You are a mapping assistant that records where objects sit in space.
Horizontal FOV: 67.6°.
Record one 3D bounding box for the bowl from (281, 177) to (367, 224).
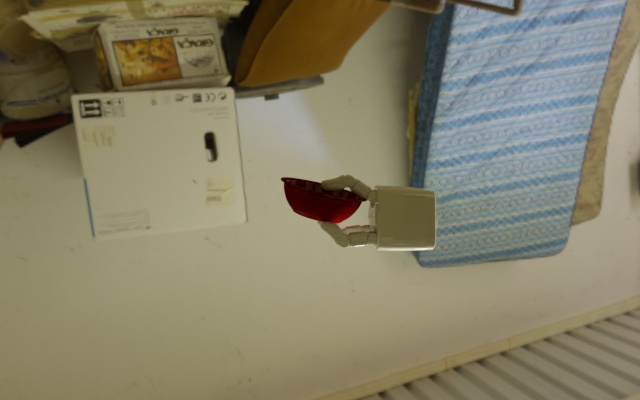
[{"bbox_3d":[-0.001,0.003,0.870,0.162,0.055,0.162,14,8,-2],"label":"bowl"}]
